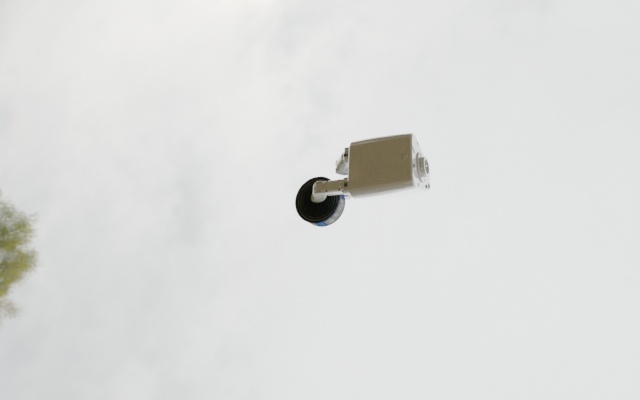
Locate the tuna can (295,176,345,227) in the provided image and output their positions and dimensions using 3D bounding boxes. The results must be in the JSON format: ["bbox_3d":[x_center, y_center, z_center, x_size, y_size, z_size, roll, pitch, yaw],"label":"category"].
[{"bbox_3d":[0.000,0.003,0.850,0.086,0.086,0.034,0,-16,26],"label":"tuna can"}]
